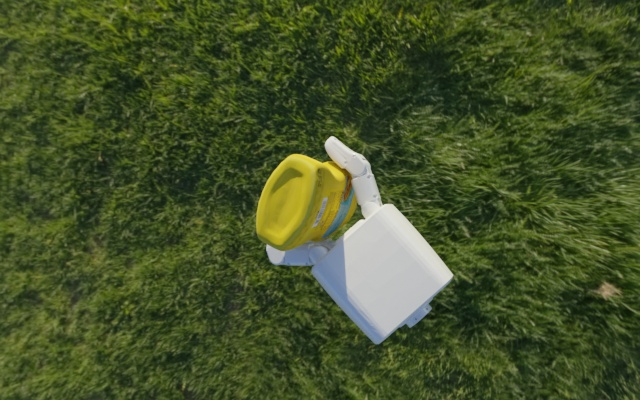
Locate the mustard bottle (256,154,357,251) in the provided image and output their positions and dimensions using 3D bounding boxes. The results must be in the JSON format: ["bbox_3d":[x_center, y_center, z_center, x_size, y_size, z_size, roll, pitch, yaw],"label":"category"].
[{"bbox_3d":[0.000,0.002,0.550,0.058,0.096,0.191,24,9,20],"label":"mustard bottle"}]
